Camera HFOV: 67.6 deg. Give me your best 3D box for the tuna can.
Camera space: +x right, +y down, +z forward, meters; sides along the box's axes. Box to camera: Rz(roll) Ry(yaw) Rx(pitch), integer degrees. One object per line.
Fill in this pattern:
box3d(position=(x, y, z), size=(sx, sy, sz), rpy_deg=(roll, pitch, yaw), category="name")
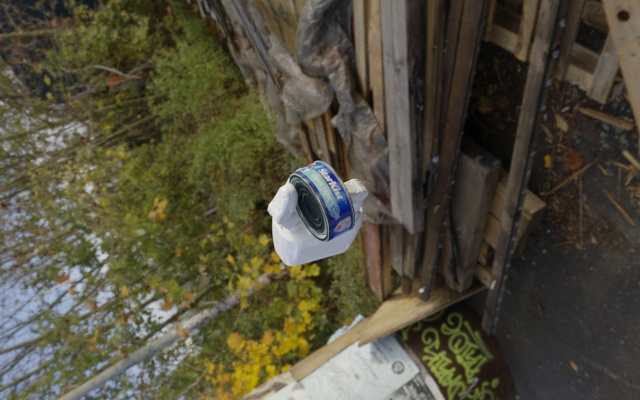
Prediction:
box3d(position=(0.000, 0.002, 0.525), size=(0.033, 0.086, 0.086), rpy_deg=(-27, 10, -21), category="tuna can")
